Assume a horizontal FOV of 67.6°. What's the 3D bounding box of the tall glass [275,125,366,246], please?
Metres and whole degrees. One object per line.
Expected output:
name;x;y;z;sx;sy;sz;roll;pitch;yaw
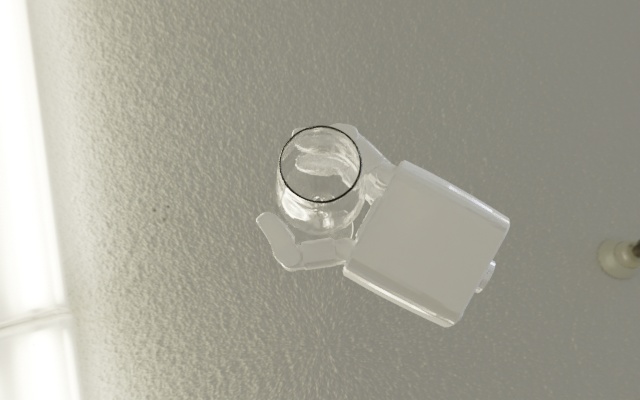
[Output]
tall glass;0.000;0.002;0.446;0.079;0.079;0.201;0;-17;0
